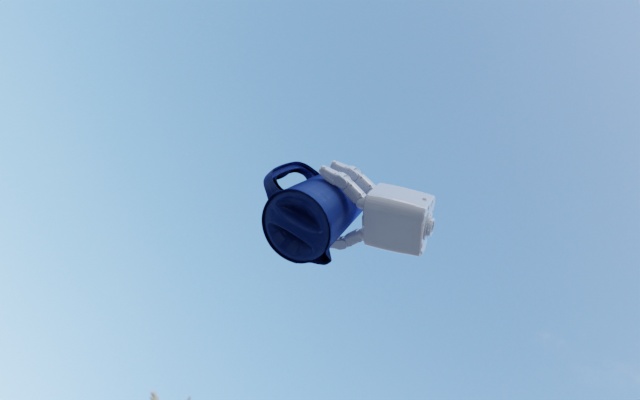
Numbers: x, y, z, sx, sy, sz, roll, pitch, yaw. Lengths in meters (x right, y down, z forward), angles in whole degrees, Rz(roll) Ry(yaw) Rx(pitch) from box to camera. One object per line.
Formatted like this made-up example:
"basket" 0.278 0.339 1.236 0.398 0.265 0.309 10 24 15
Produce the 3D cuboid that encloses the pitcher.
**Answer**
"pitcher" 0.000 0.003 0.896 0.145 0.149 0.242 12 22 22
